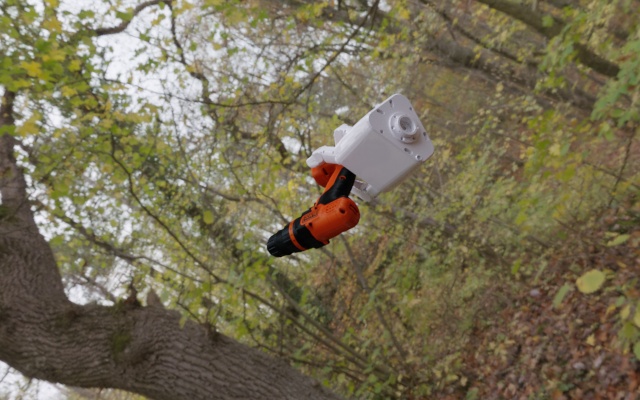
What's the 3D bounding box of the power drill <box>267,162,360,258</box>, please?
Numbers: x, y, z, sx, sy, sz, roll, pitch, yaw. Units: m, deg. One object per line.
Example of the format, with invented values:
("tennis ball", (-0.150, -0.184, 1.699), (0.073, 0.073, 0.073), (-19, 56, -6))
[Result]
("power drill", (0.000, 0.002, 0.783), (0.184, 0.187, 0.057), (-25, -58, 36))
